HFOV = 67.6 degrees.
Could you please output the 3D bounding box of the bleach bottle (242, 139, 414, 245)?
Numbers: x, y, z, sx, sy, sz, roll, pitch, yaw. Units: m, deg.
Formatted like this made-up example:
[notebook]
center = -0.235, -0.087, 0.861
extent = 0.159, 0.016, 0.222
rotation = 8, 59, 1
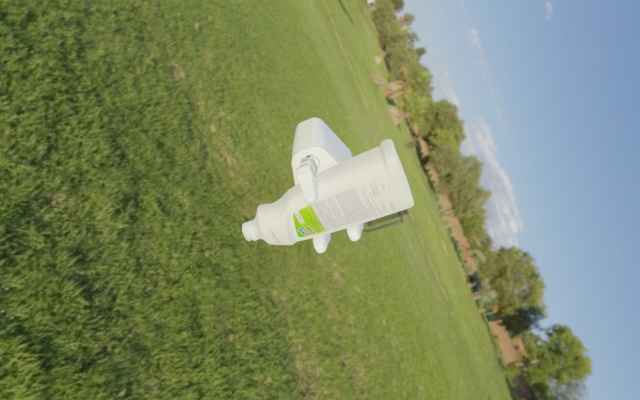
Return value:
[bleach bottle]
center = 0.000, 0.002, 0.691
extent = 0.251, 0.103, 0.068
rotation = -19, 34, 13
